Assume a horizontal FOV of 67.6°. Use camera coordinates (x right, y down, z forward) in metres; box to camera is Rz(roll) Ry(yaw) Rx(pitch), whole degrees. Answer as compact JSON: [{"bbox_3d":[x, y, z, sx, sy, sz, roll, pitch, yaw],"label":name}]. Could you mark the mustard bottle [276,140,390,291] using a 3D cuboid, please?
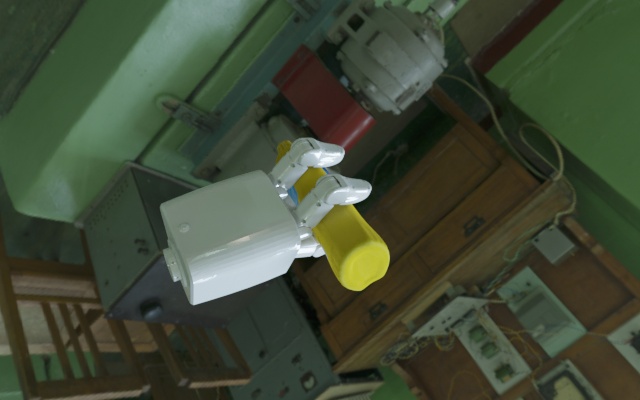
[{"bbox_3d":[0.001,0.002,0.519,0.058,0.191,0.096,-33,-33,-2],"label":"mustard bottle"}]
